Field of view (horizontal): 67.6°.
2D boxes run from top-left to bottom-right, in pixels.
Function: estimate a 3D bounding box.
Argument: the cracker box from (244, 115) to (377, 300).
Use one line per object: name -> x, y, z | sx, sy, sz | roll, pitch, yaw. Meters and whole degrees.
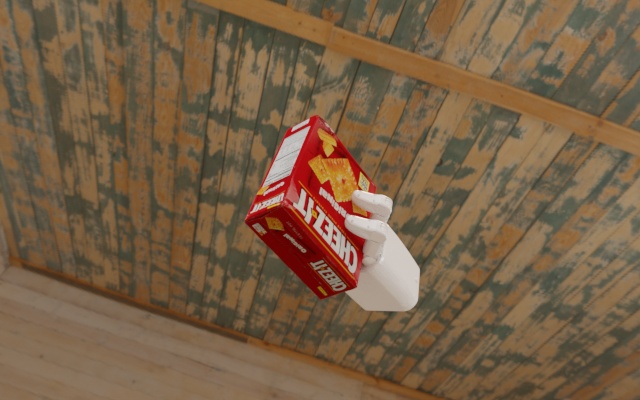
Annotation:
cracker box -> 0.000, 0.002, 0.677 | 0.072, 0.164, 0.213 | -24, 30, 31
